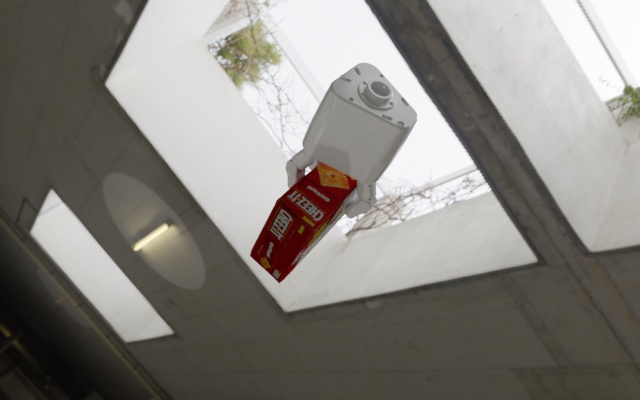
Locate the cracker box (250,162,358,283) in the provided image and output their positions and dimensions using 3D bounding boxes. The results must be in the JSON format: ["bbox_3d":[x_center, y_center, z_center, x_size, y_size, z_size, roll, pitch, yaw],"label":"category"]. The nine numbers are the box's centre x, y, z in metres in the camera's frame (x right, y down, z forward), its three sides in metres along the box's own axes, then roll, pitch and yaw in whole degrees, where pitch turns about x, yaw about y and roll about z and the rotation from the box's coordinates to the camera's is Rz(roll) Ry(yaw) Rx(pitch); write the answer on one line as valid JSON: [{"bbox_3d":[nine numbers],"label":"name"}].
[{"bbox_3d":[0.000,0.002,0.716,0.213,0.072,0.164,-44,-10,-39],"label":"cracker box"}]
